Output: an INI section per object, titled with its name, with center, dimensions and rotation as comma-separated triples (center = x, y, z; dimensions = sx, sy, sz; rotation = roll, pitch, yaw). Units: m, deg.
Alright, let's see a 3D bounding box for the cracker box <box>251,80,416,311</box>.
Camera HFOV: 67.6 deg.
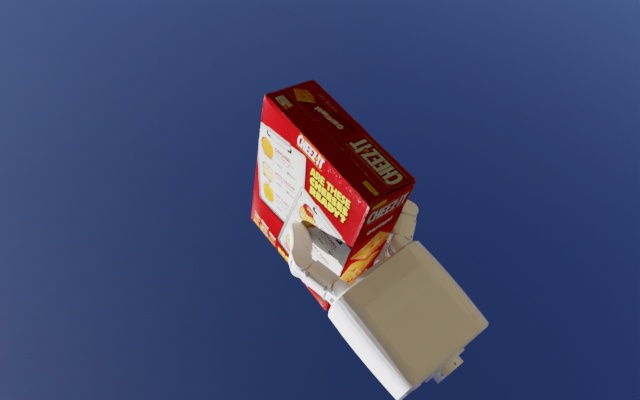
[cracker box]
center = 0.000, 0.002, 0.535
dimensions = 0.072, 0.164, 0.214
rotation = -28, -27, -30
